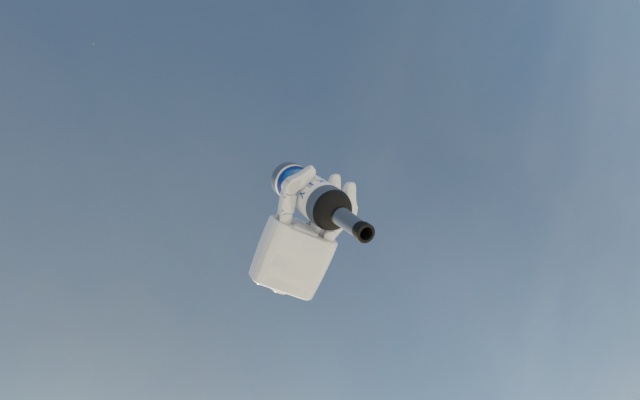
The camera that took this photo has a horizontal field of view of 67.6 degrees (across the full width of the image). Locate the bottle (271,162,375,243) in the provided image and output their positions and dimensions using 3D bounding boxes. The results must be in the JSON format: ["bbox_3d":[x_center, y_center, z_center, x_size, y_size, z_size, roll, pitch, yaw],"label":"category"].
[{"bbox_3d":[0.000,0.002,0.757,0.069,0.069,0.295,0,16,-25],"label":"bottle"}]
